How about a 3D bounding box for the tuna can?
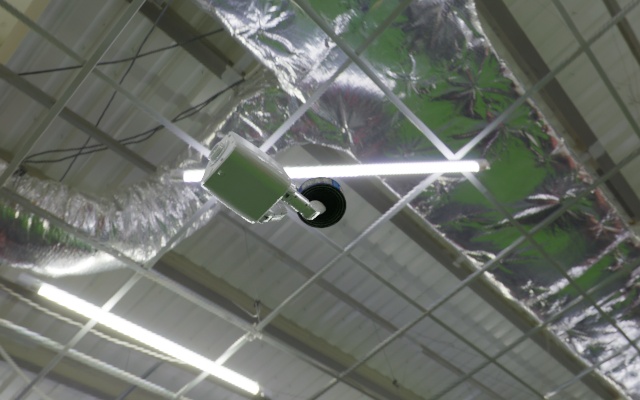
[{"bbox_3d":[0.000,0.002,0.817,0.086,0.086,0.033,0,29,-4],"label":"tuna can"}]
